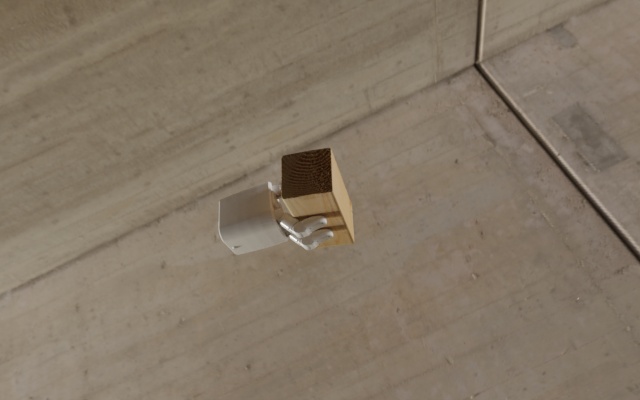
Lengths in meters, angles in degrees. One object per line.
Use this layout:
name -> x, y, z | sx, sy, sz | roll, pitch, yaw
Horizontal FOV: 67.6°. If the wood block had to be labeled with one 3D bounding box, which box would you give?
wood block -> 0.000, 0.003, 0.883 | 0.090, 0.090, 0.206 | -9, -30, 10
